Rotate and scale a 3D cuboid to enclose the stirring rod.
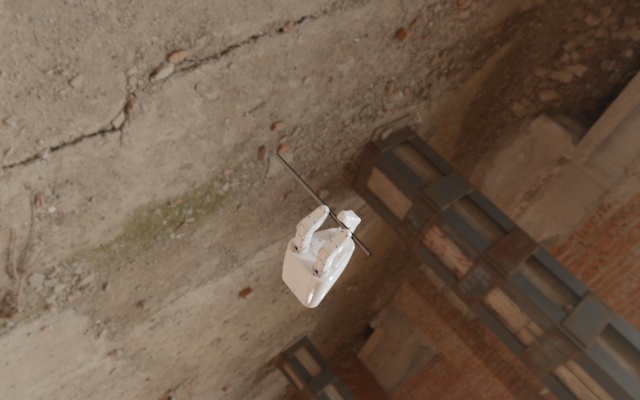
[{"bbox_3d":[0.000,0.002,0.777,0.239,0.011,0.011,47,22,22],"label":"stirring rod"}]
